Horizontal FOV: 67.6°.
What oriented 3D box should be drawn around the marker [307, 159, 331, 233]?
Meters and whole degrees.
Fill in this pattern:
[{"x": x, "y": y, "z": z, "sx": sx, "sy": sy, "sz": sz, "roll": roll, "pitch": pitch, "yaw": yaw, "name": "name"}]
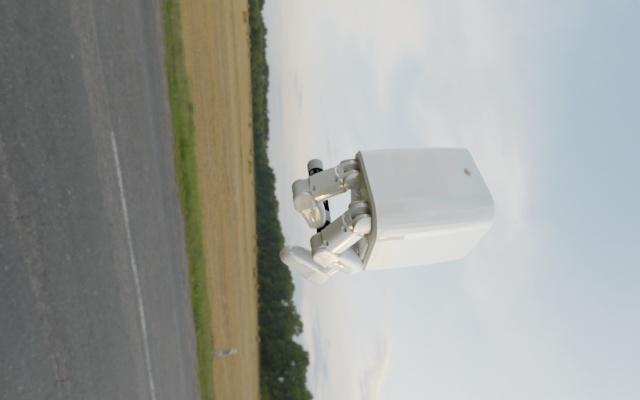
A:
[{"x": 0.000, "y": 0.002, "z": 0.515, "sx": 0.020, "sy": 0.121, "sz": 0.020, "roll": -4, "pitch": -43, "yaw": -4, "name": "marker"}]
